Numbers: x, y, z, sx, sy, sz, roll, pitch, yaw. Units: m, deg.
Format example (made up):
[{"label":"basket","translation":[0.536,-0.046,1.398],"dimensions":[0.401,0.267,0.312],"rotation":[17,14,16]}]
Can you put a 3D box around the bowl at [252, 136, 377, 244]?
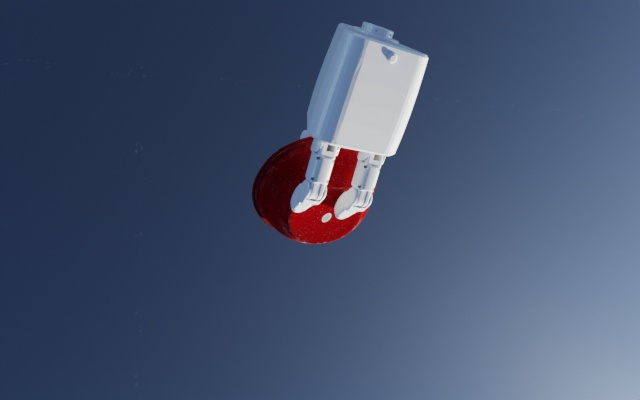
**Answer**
[{"label":"bowl","translation":[0.000,0.003,0.584],"dimensions":[0.162,0.162,0.055],"rotation":[0,41,-18]}]
